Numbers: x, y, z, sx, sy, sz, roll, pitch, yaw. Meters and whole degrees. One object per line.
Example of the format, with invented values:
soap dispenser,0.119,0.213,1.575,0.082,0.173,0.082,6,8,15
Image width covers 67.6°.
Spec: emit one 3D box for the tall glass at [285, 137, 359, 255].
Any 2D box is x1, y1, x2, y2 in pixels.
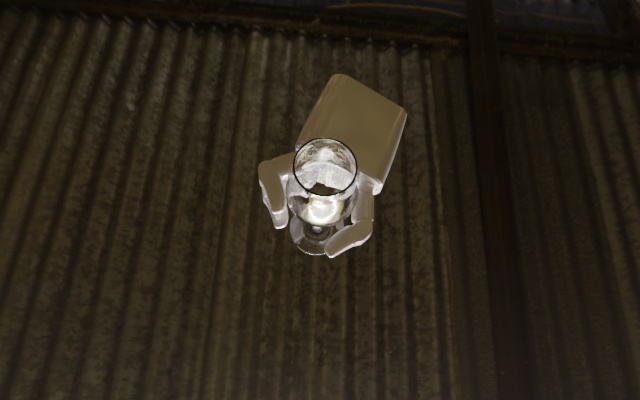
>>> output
tall glass,0.000,0.002,0.543,0.079,0.079,0.201,0,-20,-3
